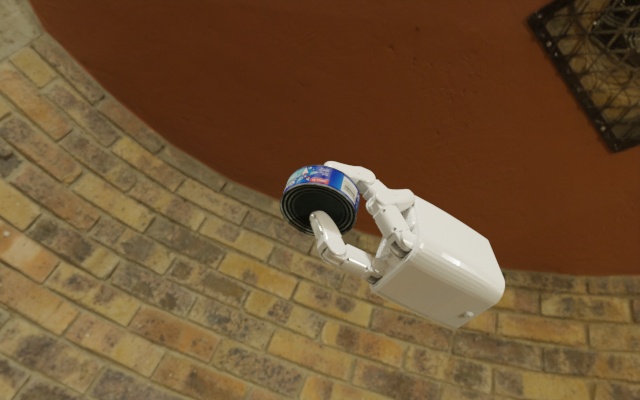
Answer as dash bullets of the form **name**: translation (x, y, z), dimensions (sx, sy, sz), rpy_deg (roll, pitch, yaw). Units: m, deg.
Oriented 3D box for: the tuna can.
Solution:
- **tuna can**: translation (0.000, 0.001, 0.531), dimensions (0.086, 0.033, 0.086), rpy_deg (9, -42, 8)
